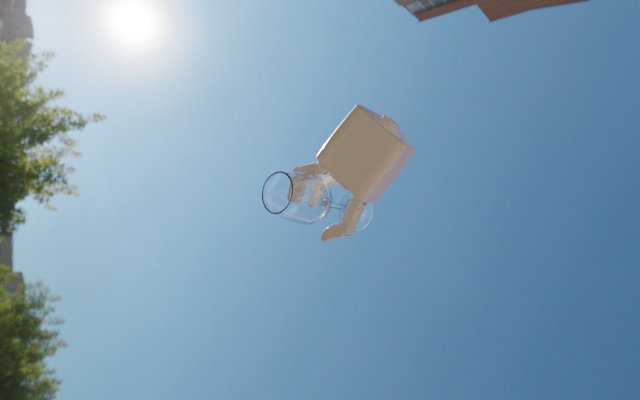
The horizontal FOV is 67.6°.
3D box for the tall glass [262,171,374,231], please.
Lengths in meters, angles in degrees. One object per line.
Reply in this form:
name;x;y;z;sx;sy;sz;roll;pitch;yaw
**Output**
tall glass;0.000;0.003;0.754;0.079;0.079;0.201;0;-8;39
